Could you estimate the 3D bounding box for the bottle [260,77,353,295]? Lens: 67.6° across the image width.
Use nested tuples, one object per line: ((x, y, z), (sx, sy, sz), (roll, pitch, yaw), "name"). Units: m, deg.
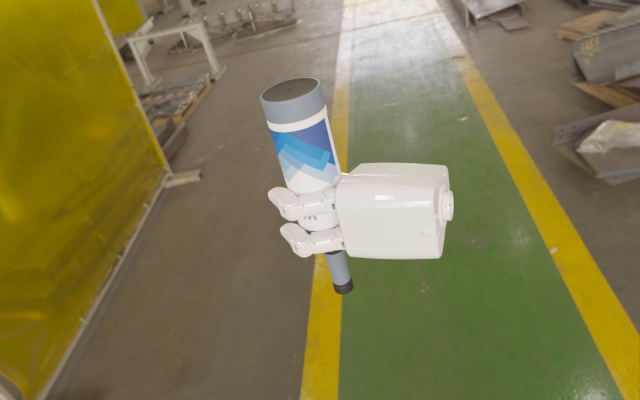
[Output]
((0.000, 0.002, 0.586), (0.069, 0.296, 0.069), (-11, 33, 7), "bottle")
